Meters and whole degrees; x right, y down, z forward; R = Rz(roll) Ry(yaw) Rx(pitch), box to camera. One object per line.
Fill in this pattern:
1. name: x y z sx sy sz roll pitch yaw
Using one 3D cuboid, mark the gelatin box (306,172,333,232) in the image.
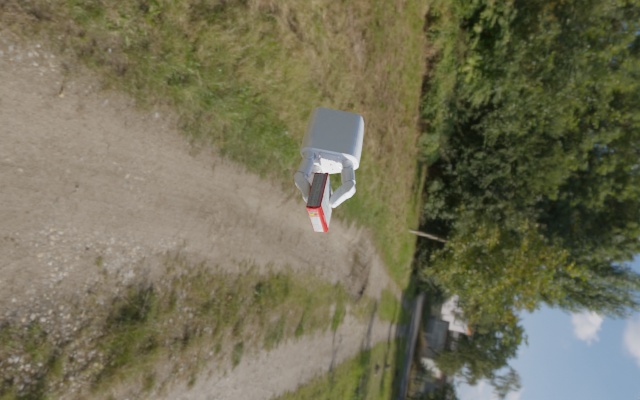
1. gelatin box: 0.001 0.003 0.890 0.030 0.089 0.073 1 -41 14
